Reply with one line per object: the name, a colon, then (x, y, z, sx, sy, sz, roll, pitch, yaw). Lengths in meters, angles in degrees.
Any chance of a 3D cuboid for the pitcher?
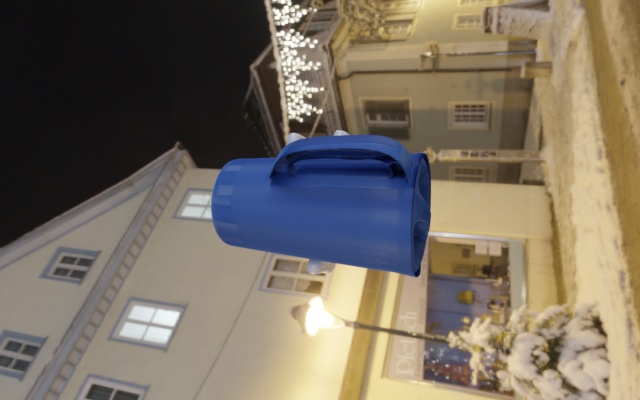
pitcher: (0.000, 0.002, 0.543, 0.243, 0.149, 0.145, 4, 7, 20)
